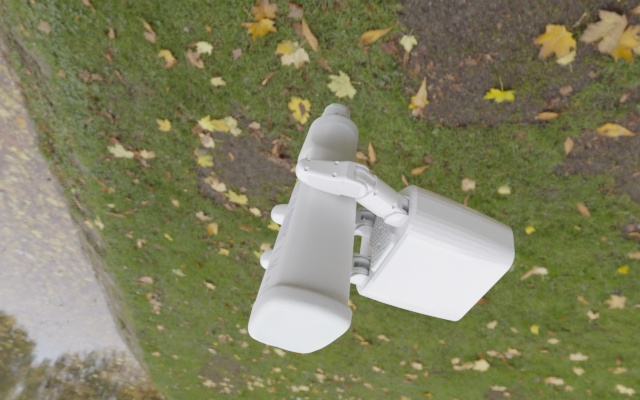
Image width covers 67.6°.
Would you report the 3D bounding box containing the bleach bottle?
[{"bbox_3d":[0.000,0.002,0.437,0.068,0.250,0.103,20,-36,-11],"label":"bleach bottle"}]
